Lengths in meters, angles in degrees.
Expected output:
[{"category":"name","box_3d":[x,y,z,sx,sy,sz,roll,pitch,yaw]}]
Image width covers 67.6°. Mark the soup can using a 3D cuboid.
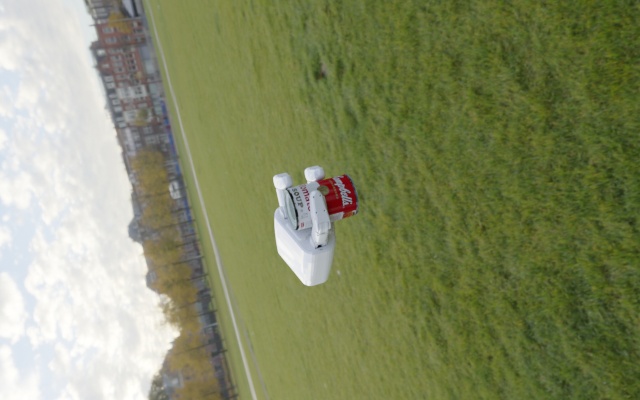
[{"category":"soup can","box_3d":[0.000,0.002,0.744,0.102,0.068,0.068,-14,4,-15]}]
